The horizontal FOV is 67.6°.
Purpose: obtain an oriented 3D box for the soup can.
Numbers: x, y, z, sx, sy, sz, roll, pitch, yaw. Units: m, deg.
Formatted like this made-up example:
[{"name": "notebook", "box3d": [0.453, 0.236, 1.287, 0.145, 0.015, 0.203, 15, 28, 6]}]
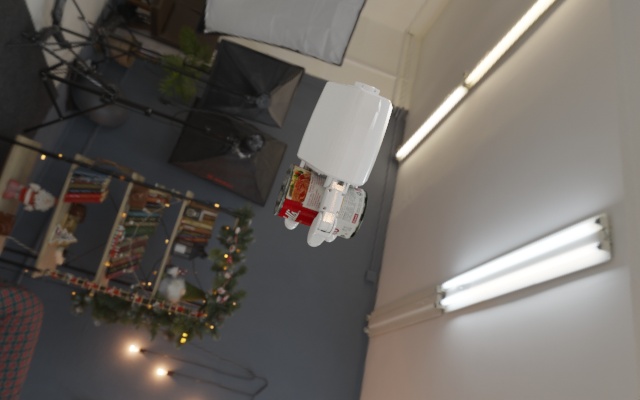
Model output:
[{"name": "soup can", "box3d": [0.000, 0.003, 0.602, 0.102, 0.068, 0.068, 19, -4, -10]}]
